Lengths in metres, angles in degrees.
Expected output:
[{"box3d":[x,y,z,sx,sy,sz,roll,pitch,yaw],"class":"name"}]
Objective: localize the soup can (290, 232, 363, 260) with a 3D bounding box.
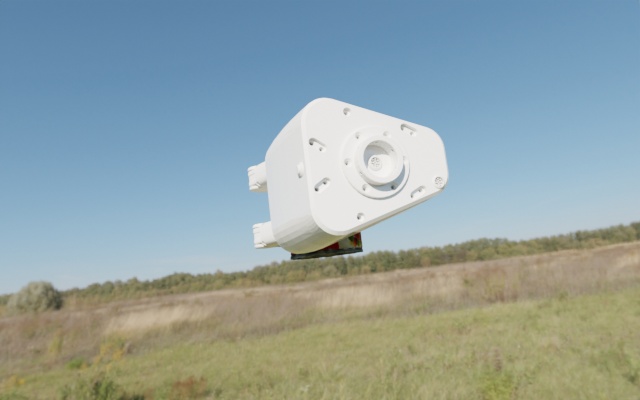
[{"box3d":[0.000,0.001,0.449,0.068,0.102,0.068,-7,-9,-1],"class":"soup can"}]
